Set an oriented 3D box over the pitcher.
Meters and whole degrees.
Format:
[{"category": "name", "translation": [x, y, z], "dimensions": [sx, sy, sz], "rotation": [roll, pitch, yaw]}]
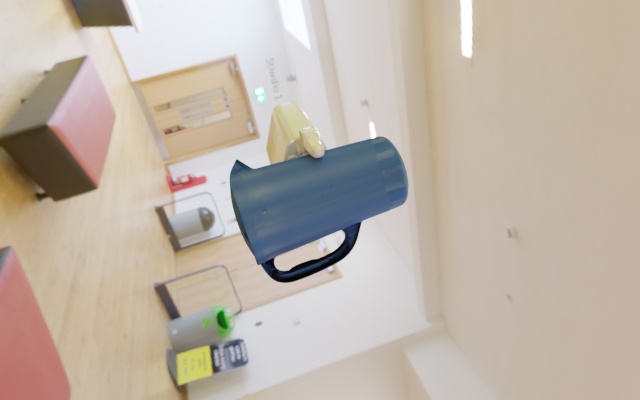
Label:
[{"category": "pitcher", "translation": [0.000, 0.002, 0.687], "dimensions": [0.243, 0.149, 0.145], "rotation": [-18, 47, -9]}]
